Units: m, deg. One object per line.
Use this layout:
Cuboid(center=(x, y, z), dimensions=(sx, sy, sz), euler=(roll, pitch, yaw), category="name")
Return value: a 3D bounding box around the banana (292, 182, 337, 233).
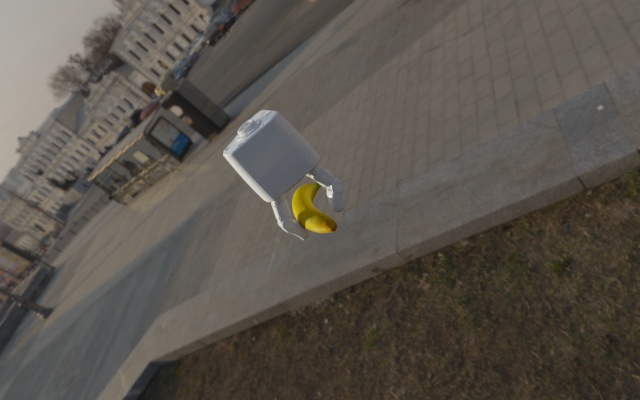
Cuboid(center=(-0.016, 0.011, 0.839), dimensions=(0.069, 0.037, 0.197), euler=(-30, 26, 9), category="banana")
